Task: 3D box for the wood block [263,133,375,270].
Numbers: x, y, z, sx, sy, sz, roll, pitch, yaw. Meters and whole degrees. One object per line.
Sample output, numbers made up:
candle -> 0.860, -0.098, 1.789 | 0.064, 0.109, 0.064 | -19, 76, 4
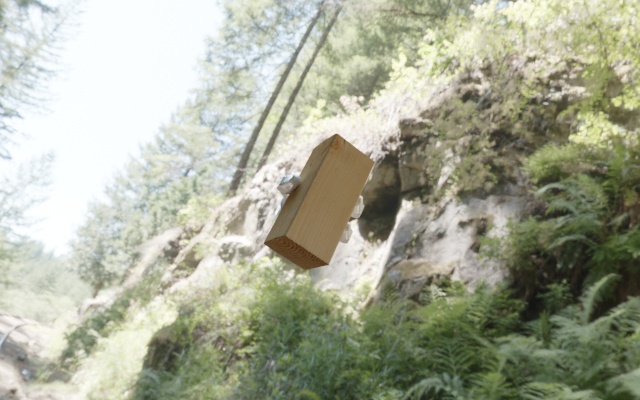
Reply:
wood block -> 0.000, 0.002, 0.808 | 0.091, 0.206, 0.090 | 34, -26, -18
